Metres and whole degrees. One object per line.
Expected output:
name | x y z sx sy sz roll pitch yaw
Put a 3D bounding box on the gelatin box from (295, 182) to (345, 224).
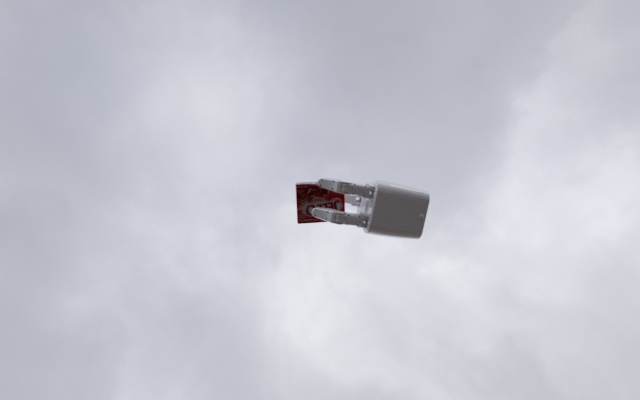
gelatin box | 0.000 0.003 0.870 0.089 0.073 0.030 -3 10 -4
